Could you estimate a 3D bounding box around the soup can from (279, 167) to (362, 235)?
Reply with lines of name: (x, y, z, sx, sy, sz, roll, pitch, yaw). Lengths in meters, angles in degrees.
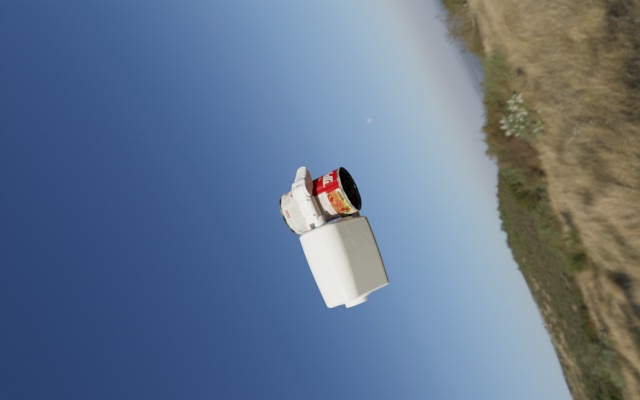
soup can: (0.000, 0.002, 0.698, 0.102, 0.068, 0.068, -24, -9, 21)
